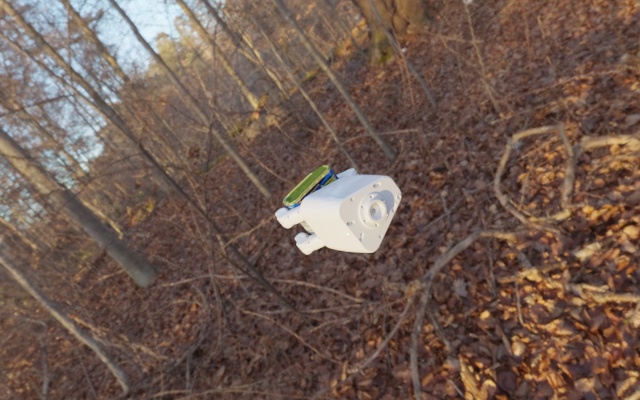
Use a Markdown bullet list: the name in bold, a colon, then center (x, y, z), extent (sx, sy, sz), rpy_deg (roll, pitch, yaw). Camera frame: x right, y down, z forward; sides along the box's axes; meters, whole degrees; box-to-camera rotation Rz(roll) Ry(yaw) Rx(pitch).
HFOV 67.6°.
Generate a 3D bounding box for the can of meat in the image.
- **can of meat**: center (0.000, 0.002, 0.800), extent (0.102, 0.084, 0.057), rpy_deg (-45, 21, -18)
